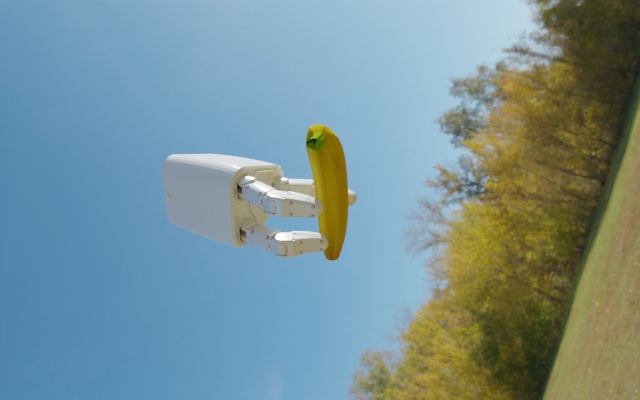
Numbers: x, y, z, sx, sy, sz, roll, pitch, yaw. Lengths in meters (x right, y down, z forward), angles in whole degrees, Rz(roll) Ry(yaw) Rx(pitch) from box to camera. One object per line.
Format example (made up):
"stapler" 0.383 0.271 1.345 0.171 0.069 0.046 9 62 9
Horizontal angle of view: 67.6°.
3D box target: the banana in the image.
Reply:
"banana" 0.006 -0.014 0.521 0.037 0.069 0.198 11 -38 20
